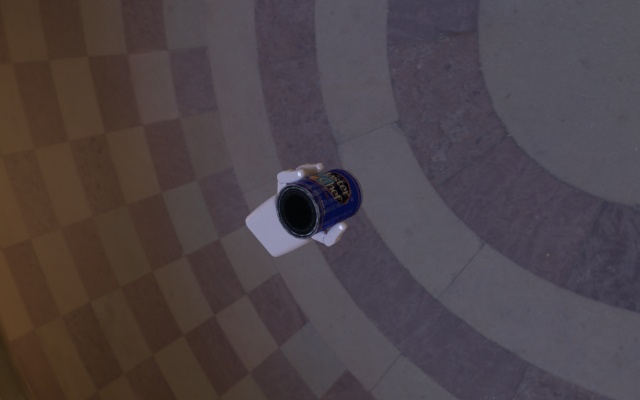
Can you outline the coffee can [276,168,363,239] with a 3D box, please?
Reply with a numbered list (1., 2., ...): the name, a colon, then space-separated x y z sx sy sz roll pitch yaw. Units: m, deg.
1. coffee can: 0.000 0.003 0.899 0.103 0.103 0.140 0 15 39
